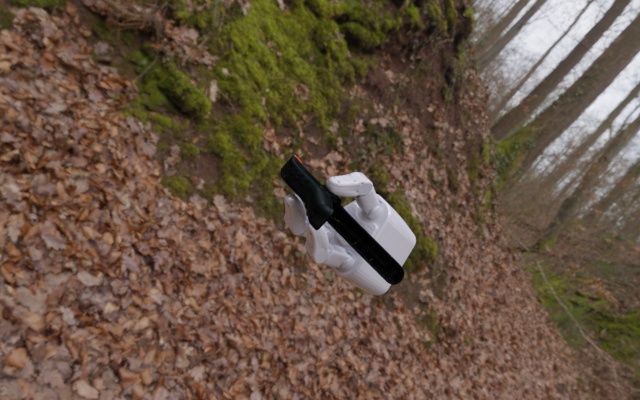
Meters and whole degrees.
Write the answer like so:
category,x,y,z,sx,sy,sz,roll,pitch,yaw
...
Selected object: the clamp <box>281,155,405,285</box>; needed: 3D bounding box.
category,x,y,z,sx,sy,sz,roll,pitch,yaw
clamp,0.001,0.001,0.553,0.210,0.036,0.165,49,6,40
